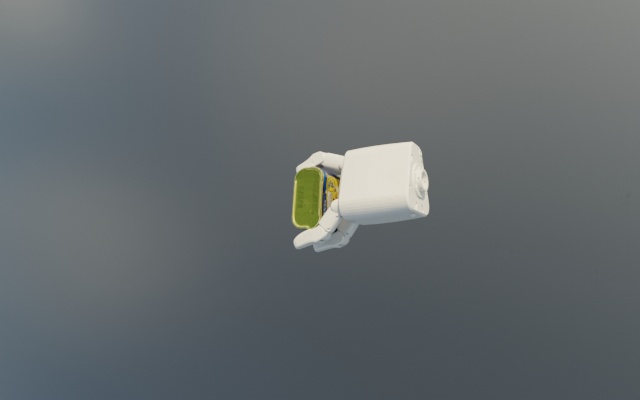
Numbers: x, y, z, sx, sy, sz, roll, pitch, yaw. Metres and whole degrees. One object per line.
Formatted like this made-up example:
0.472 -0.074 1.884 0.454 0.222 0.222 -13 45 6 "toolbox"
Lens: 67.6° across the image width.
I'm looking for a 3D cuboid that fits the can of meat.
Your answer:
0.000 0.002 0.759 0.057 0.102 0.084 -3 -11 30 "can of meat"
